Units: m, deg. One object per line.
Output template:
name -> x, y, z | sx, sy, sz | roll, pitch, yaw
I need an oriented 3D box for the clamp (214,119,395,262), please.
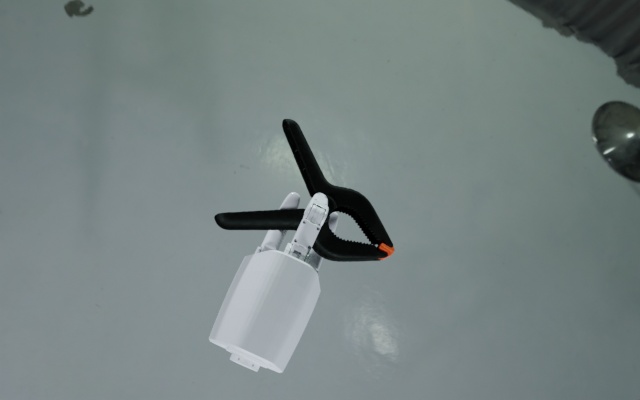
clamp -> 0.001, 0.002, 0.585 | 0.210, 0.164, 0.036 | 26, -20, -4
